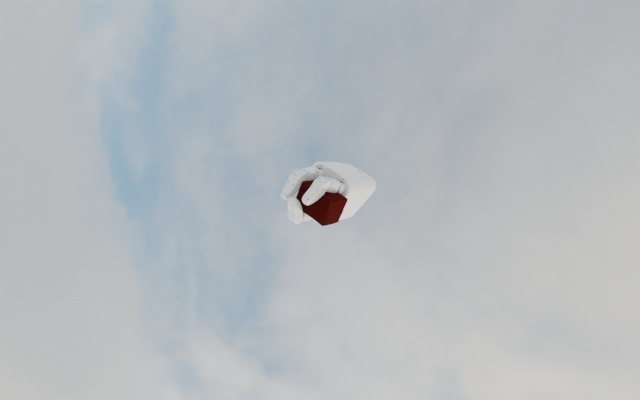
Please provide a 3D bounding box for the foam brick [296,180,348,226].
[{"bbox_3d":[0.000,0.003,0.872,0.078,0.053,0.051,35,24,30],"label":"foam brick"}]
